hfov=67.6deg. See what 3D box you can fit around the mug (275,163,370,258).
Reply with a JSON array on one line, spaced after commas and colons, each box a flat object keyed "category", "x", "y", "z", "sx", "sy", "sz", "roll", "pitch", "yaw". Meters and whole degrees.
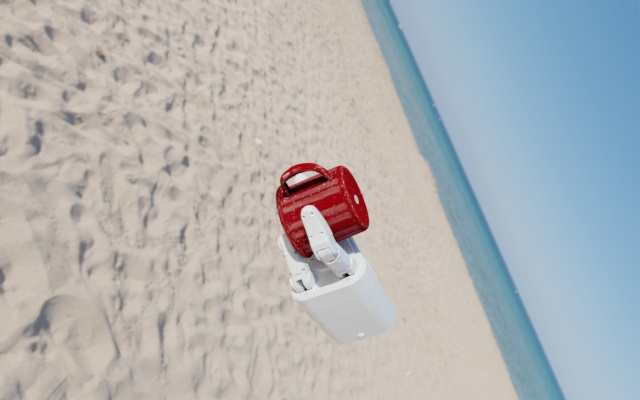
[{"category": "mug", "x": 0.000, "y": 0.001, "z": 0.549, "sx": 0.081, "sy": 0.117, "sz": 0.093, "roll": -22, "pitch": 36, "yaw": 16}]
